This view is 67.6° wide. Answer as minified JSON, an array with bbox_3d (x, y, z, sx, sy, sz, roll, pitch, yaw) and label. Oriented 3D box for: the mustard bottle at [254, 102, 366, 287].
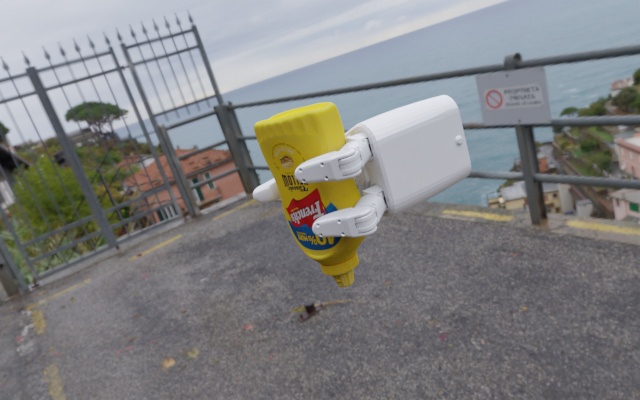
[{"bbox_3d":[0.000,0.002,0.489,0.096,0.192,0.058,-3,22,43],"label":"mustard bottle"}]
